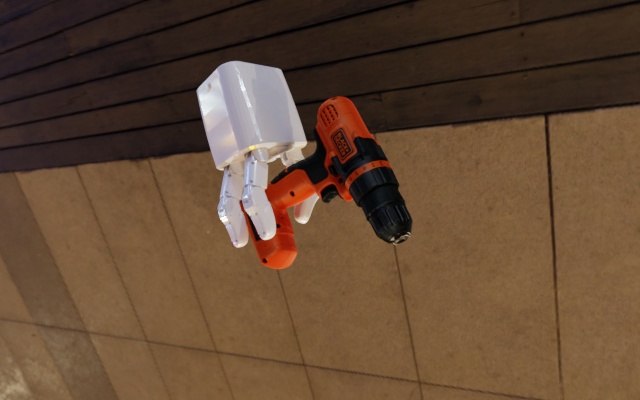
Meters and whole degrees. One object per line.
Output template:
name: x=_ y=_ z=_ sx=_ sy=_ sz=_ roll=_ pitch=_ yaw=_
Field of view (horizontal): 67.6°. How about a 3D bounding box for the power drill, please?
power drill: x=0.000 y=0.002 z=0.545 sx=0.188 sy=0.184 sz=0.057 roll=-37 pitch=-30 yaw=26
